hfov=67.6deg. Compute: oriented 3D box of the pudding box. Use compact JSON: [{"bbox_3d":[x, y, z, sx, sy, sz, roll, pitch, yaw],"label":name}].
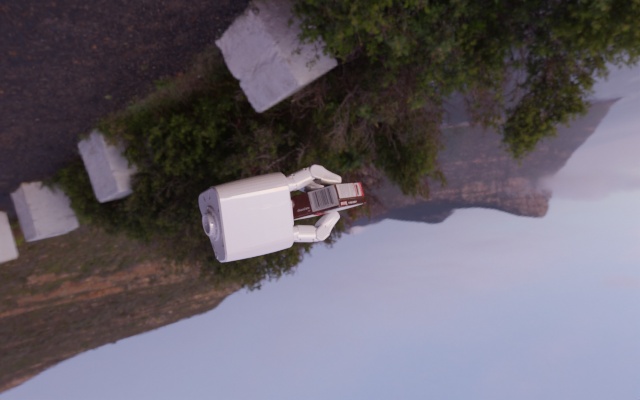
[{"bbox_3d":[0.000,0.003,0.742,0.113,0.039,0.090,-14,-2,31],"label":"pudding box"}]
